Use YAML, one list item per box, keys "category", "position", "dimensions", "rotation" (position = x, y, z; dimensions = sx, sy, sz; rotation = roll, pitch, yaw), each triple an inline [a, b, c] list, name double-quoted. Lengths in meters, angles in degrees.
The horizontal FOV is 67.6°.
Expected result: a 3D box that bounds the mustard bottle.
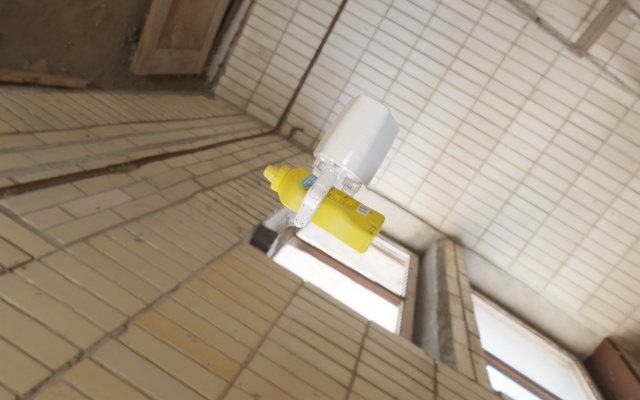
- category: "mustard bottle"
  position: [0.000, 0.003, 0.709]
  dimensions: [0.191, 0.058, 0.096]
  rotation: [32, 24, 7]
